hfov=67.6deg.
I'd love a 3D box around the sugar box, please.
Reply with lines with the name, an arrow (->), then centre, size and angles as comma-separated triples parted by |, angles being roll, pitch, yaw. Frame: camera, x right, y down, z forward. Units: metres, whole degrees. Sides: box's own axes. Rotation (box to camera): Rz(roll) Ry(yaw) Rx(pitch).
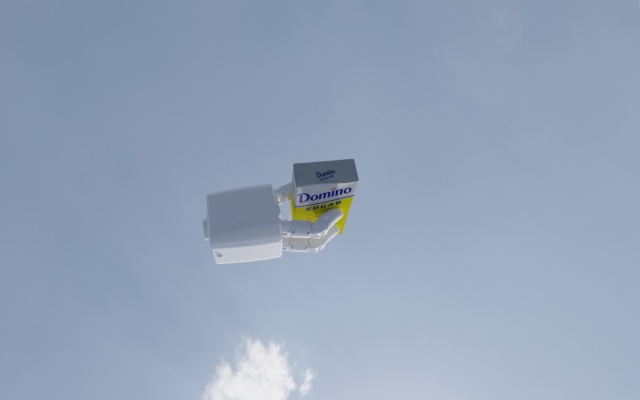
sugar box -> 0.000, 0.003, 0.755 | 0.093, 0.048, 0.176 | -6, -26, -8
